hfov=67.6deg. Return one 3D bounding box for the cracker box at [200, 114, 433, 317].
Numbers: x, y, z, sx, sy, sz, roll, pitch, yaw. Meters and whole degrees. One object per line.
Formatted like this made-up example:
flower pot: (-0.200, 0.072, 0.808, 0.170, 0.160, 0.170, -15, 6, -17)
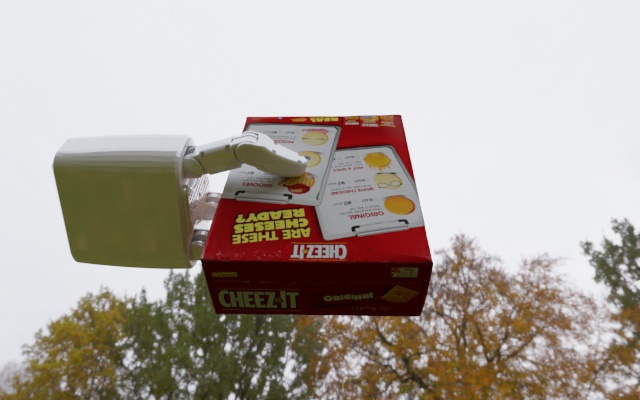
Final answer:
cracker box: (0.000, 0.001, 0.430, 0.164, 0.072, 0.213, 0, 39, 2)
